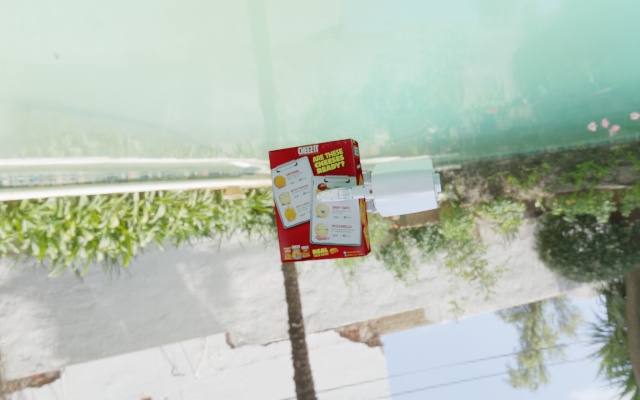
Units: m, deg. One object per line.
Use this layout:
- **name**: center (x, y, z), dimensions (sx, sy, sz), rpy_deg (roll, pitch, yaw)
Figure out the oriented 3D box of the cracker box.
- **cracker box**: center (0.000, 0.003, 0.897), dimensions (0.164, 0.213, 0.072), rpy_deg (-7, 0, 15)
